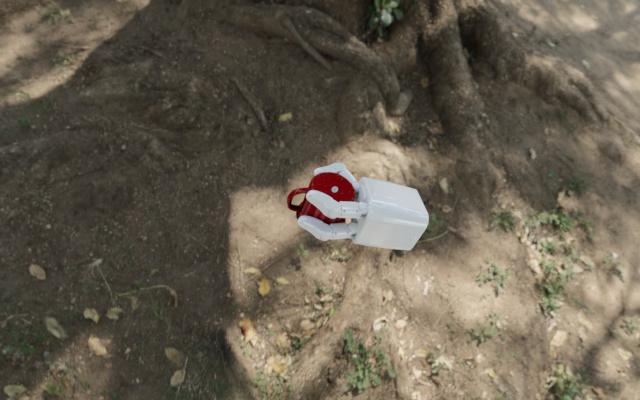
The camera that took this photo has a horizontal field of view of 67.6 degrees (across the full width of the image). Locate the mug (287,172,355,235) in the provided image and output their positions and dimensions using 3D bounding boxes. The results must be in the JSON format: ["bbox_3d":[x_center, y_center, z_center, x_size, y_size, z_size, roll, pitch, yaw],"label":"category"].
[{"bbox_3d":[-0.001,0.002,0.830,0.117,0.093,0.082,10,-44,-12],"label":"mug"}]
